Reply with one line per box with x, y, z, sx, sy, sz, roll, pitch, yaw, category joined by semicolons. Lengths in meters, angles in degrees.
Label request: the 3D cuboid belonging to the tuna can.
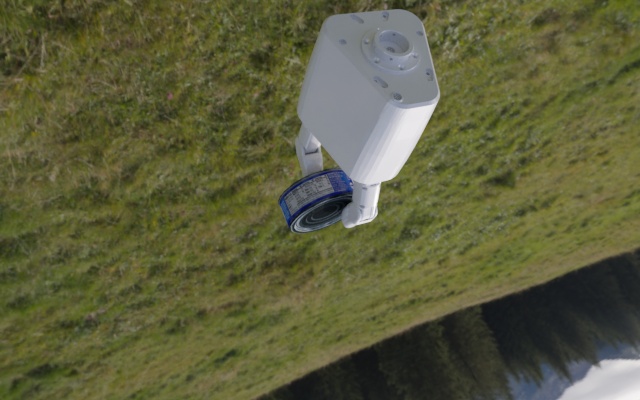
0.000;0.002;0.515;0.086;0.033;0.086;-21;-20;-8;tuna can
